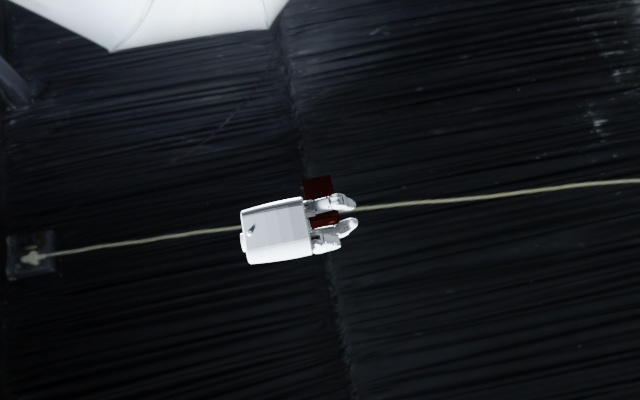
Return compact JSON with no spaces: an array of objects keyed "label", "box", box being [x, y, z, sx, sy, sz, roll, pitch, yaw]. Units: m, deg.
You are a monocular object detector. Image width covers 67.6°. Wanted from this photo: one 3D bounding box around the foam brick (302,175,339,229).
[{"label":"foam brick","box":[0.000,0.002,0.833,0.051,0.078,0.053,-11,-19,-2]}]
